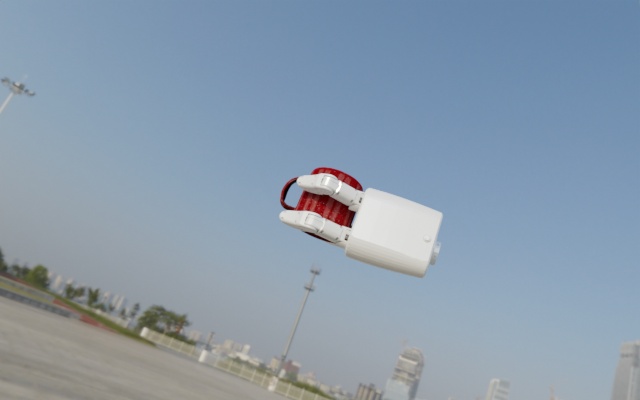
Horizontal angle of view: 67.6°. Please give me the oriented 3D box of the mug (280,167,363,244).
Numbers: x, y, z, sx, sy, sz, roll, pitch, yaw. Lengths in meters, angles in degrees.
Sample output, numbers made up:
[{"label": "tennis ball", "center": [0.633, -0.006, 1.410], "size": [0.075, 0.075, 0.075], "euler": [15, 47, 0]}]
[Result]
[{"label": "mug", "center": [-0.001, 0.002, 0.685], "size": [0.117, 0.081, 0.093], "euler": [18, -20, 11]}]
